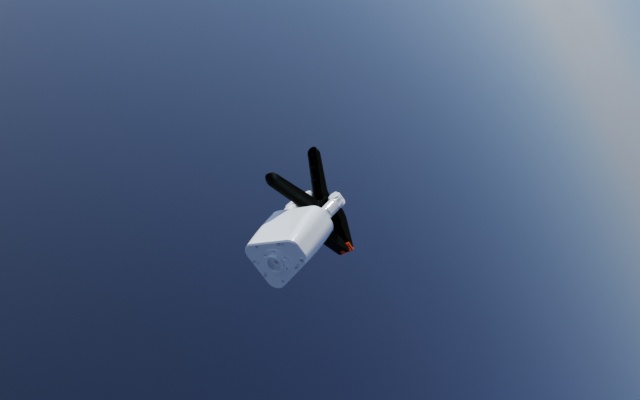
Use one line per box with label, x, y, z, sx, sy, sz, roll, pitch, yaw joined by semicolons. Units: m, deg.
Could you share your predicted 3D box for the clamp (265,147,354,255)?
clamp;0.001;0.003;0.886;0.036;0.210;0.164;-26;14;38
